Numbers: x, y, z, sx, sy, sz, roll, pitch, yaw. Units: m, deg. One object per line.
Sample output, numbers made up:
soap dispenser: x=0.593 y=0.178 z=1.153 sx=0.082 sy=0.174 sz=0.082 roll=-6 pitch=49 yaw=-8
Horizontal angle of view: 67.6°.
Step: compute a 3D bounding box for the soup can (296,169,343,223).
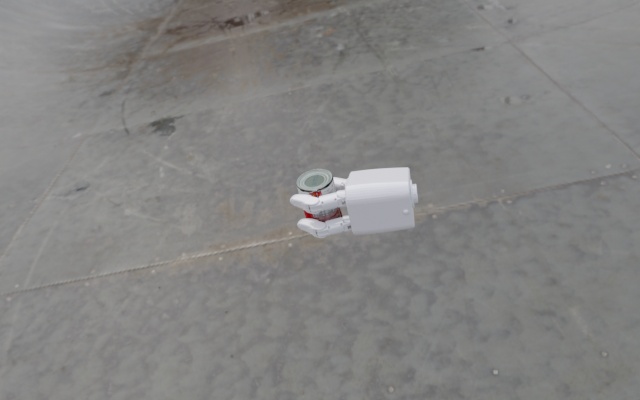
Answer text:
soup can: x=0.000 y=0.003 z=0.859 sx=0.068 sy=0.102 sz=0.068 roll=-10 pitch=36 yaw=7
